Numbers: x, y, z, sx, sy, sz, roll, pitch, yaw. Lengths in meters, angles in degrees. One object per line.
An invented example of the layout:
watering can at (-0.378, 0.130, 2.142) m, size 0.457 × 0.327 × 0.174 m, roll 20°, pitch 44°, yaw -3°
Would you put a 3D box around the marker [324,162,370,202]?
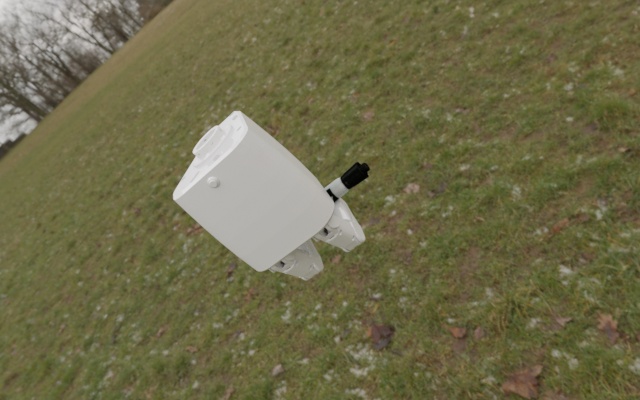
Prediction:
marker at (0.000, 0.002, 0.480) m, size 0.121 × 0.020 × 0.020 m, roll -38°, pitch -15°, yaw 20°
